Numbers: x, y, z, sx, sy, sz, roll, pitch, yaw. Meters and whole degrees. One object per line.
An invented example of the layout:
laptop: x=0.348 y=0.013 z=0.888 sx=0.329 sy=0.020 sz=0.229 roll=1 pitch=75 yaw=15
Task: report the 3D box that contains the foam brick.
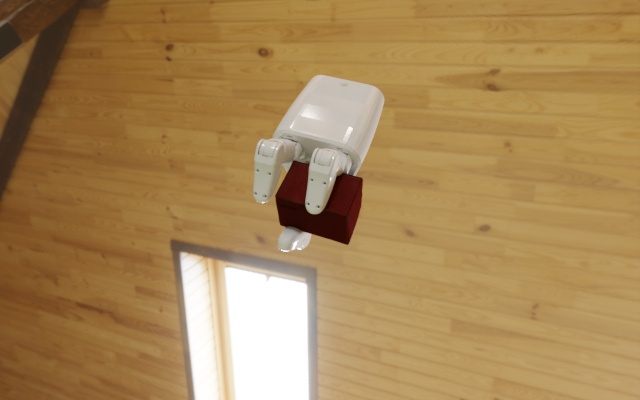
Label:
foam brick: x=0.000 y=0.002 z=0.488 sx=0.078 sy=0.051 sz=0.053 roll=16 pitch=-35 yaw=14
